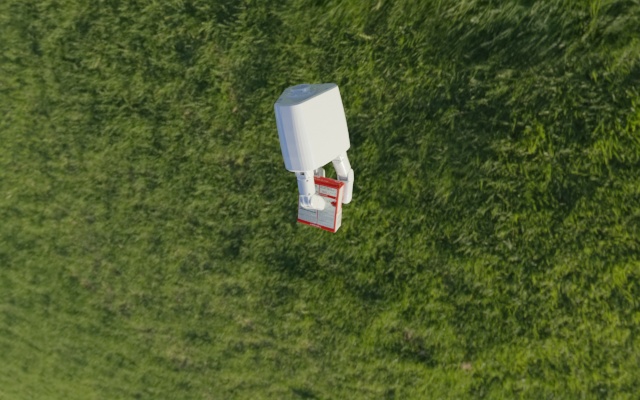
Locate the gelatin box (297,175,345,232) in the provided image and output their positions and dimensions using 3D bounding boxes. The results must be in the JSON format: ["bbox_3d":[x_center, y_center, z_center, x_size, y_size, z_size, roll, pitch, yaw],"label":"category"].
[{"bbox_3d":[0.000,0.003,0.817,0.073,0.089,0.030,15,30,19],"label":"gelatin box"}]
